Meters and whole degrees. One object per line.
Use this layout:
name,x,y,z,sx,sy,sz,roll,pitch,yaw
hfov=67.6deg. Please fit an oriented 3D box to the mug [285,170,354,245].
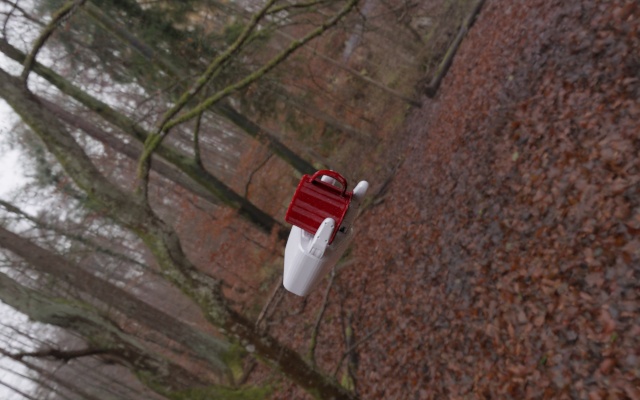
mug,0.000,0.001,0.733,0.081,0.117,0.093,24,39,0
